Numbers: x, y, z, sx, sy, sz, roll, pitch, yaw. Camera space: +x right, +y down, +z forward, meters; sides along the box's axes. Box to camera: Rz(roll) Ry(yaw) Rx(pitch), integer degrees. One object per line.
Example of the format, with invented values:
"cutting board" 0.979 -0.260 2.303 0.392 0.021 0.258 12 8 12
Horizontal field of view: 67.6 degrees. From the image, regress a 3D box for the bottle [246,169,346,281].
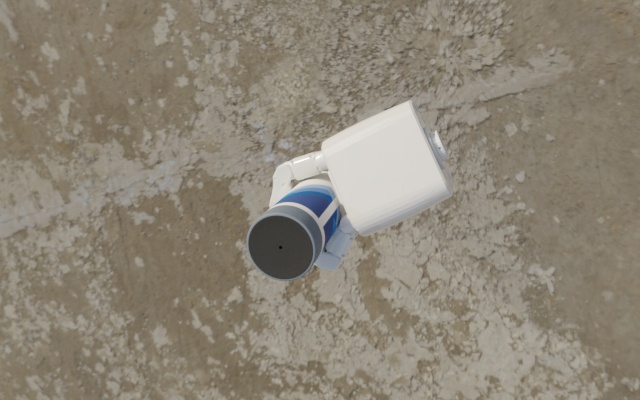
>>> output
"bottle" 0.000 0.002 0.566 0.069 0.069 0.295 0 16 15
